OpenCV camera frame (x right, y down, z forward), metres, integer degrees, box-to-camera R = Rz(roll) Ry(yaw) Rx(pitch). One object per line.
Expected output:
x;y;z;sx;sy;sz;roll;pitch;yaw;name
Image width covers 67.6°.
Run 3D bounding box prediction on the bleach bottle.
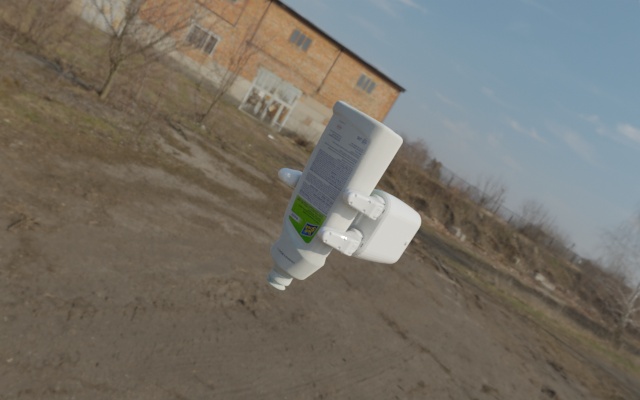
0.000;0.002;0.628;0.102;0.251;0.068;38;10;38;bleach bottle
